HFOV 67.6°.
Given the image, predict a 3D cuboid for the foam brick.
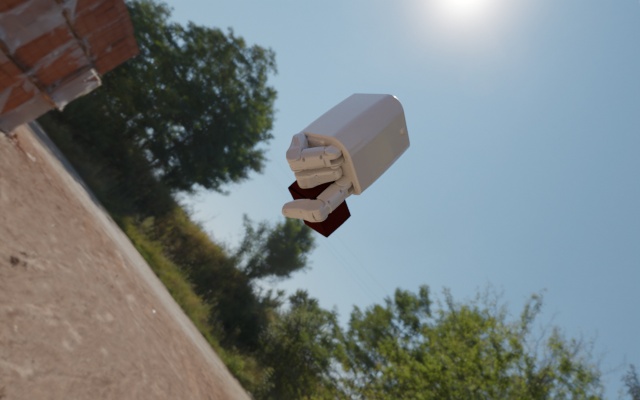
[{"bbox_3d":[0.000,0.002,0.659,0.051,0.078,0.053,-41,47,-19],"label":"foam brick"}]
